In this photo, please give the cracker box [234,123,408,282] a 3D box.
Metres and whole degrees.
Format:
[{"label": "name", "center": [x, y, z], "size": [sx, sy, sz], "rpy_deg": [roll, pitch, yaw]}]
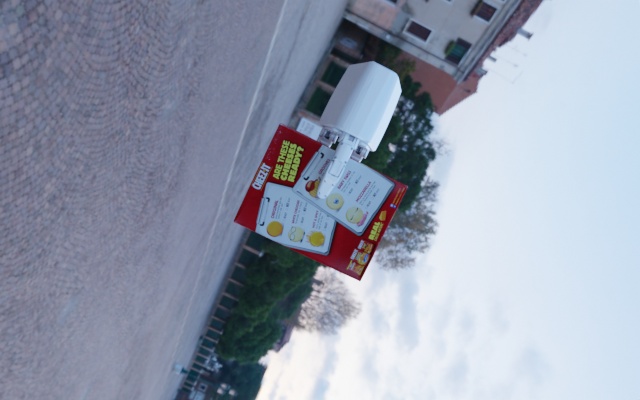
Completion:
[{"label": "cracker box", "center": [0.000, 0.002, 0.737], "size": [0.214, 0.164, 0.072], "rpy_deg": [26, 2, -4]}]
